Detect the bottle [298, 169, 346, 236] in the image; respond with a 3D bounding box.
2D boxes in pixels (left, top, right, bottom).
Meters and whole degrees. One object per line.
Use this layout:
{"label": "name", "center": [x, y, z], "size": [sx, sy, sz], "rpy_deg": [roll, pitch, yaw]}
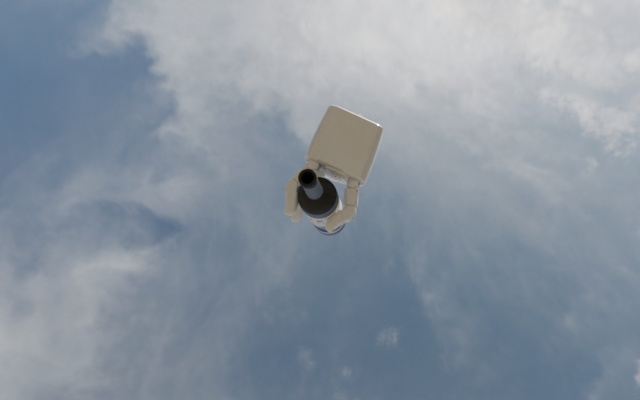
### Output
{"label": "bottle", "center": [0.000, 0.003, 0.826], "size": [0.069, 0.069, 0.296], "rpy_deg": [0, -14, 8]}
